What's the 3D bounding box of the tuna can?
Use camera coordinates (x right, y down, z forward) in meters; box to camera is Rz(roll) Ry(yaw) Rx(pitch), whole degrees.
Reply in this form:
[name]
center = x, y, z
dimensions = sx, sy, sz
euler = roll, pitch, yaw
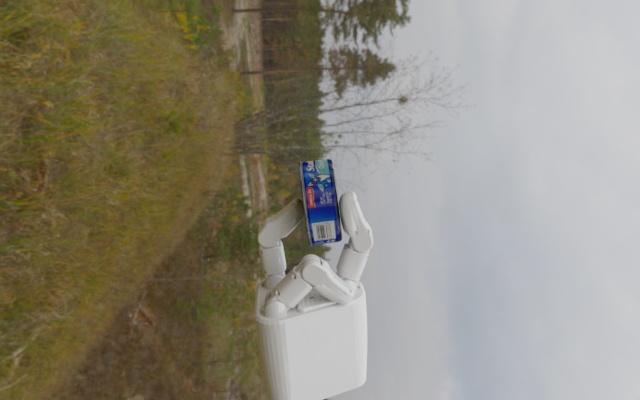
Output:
[tuna can]
center = 0.001, 0.001, 0.481
dimensions = 0.034, 0.086, 0.086
euler = -7, 0, 0
